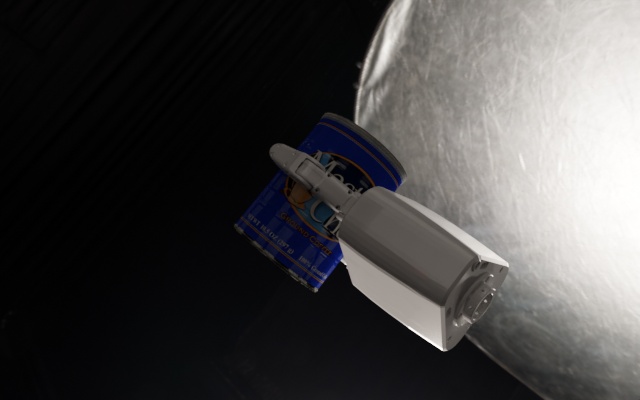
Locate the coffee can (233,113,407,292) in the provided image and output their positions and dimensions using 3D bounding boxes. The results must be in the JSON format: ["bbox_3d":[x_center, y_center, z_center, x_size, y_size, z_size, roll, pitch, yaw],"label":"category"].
[{"bbox_3d":[0.000,0.001,0.463,0.103,0.140,0.103,39,-5,4],"label":"coffee can"}]
